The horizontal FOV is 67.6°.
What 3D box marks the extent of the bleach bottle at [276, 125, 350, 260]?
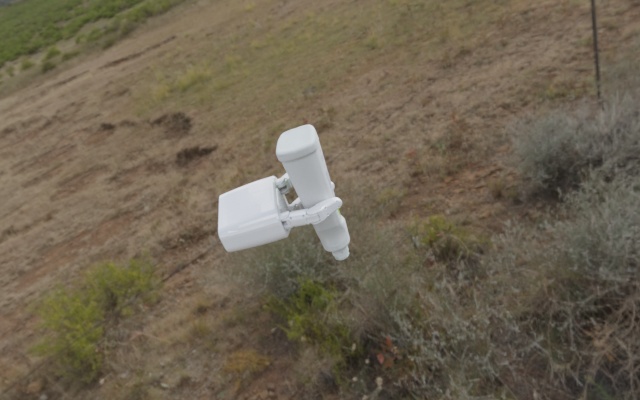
[{"bbox_3d":[0.000,0.003,0.817,0.068,0.251,0.102,-17,28,8],"label":"bleach bottle"}]
